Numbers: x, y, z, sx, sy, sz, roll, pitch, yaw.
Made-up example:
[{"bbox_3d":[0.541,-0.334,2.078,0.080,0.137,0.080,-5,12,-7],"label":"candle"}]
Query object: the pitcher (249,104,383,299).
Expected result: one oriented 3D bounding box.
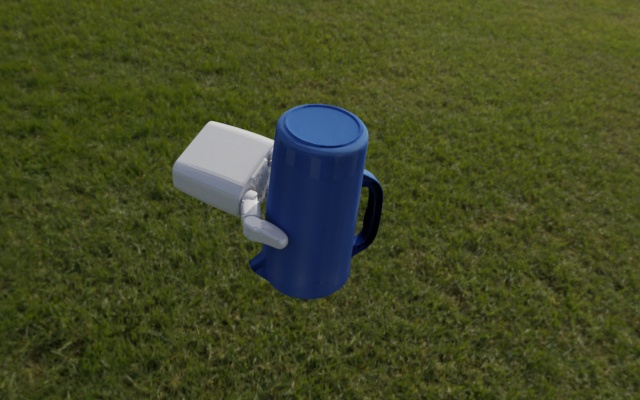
[{"bbox_3d":[0.000,0.002,0.624,0.145,0.243,0.149,22,42,15],"label":"pitcher"}]
